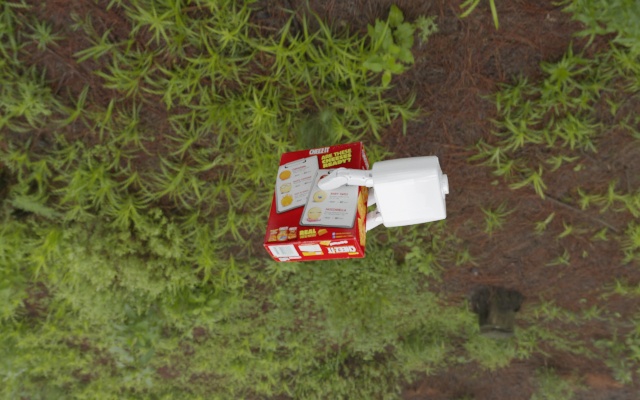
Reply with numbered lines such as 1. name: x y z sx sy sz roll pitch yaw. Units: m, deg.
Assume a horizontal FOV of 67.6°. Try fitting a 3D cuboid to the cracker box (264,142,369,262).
1. cracker box: 0.000 0.003 0.866 0.164 0.213 0.072 -6 -39 17
